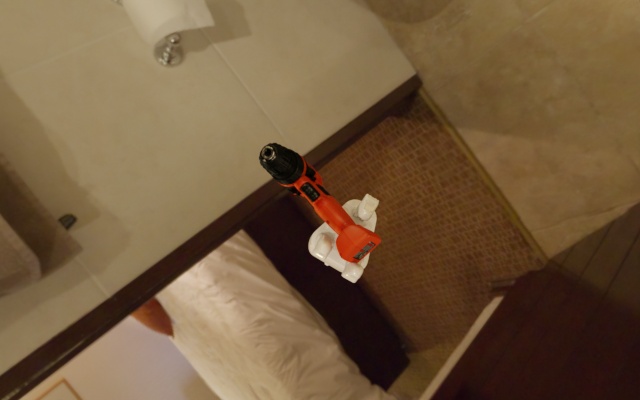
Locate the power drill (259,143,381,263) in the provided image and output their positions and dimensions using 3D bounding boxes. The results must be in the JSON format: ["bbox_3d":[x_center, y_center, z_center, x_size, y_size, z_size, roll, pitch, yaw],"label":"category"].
[{"bbox_3d":[0.000,0.003,0.694,0.057,0.187,0.184,-43,-20,7],"label":"power drill"}]
